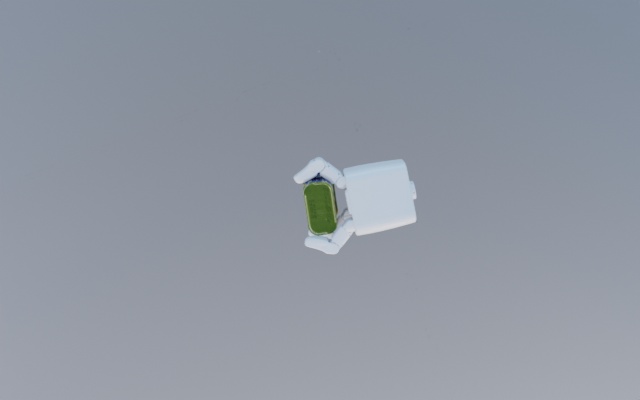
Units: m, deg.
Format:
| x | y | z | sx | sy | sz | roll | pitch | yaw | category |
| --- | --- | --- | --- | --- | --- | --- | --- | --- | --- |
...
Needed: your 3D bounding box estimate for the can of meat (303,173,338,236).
| x | y | z | sx | sy | sz | roll | pitch | yaw | category |
| --- | --- | --- | --- | --- | --- | --- | --- | --- | --- |
| 0.000 | 0.003 | 0.850 | 0.057 | 0.102 | 0.084 | -8 | 17 | 2 | can of meat |
